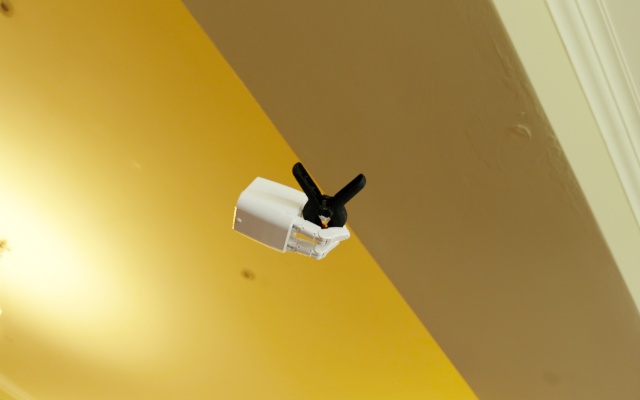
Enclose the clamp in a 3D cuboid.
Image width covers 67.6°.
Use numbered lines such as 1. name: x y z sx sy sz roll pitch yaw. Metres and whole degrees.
1. clamp: 0.000 0.002 0.818 0.120 0.172 0.039 21 44 3
